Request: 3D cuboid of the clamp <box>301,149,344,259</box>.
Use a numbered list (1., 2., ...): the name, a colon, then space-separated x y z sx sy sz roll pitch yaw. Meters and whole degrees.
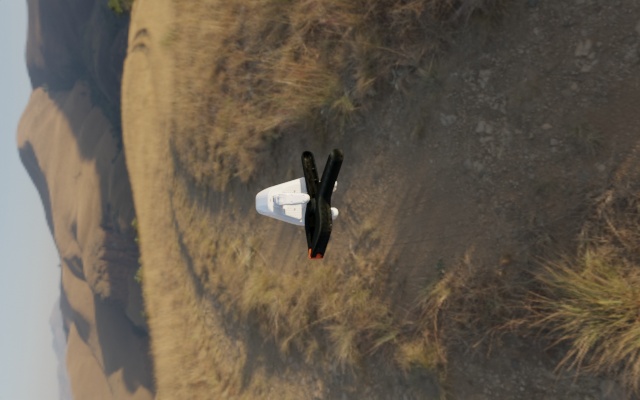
1. clamp: -0.001 0.003 0.871 0.036 0.210 0.164 1 -3 -21
